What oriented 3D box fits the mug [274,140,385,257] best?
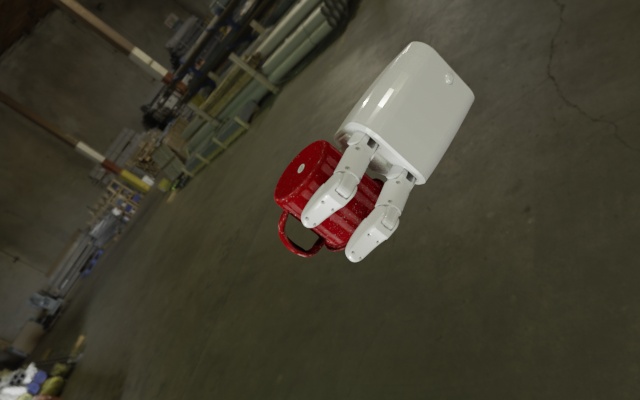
[{"bbox_3d":[-0.001,0.003,0.491,0.081,0.117,0.093,38,-10,-22],"label":"mug"}]
